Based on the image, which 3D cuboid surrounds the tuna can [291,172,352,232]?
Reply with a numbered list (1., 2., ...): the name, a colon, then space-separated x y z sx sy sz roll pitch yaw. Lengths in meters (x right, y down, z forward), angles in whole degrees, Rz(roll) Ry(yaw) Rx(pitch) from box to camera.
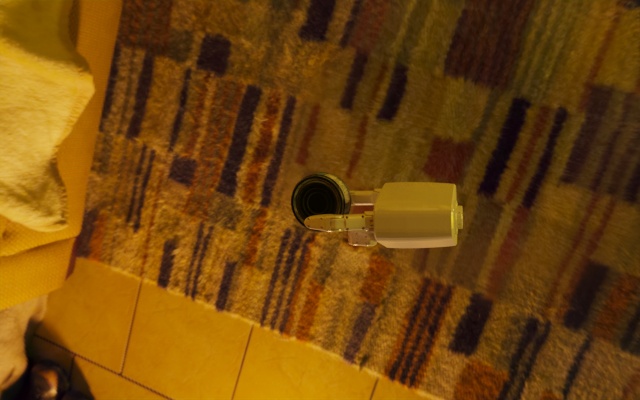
1. tuna can: 0.000 0.002 0.703 0.086 0.086 0.033 0 8 21
